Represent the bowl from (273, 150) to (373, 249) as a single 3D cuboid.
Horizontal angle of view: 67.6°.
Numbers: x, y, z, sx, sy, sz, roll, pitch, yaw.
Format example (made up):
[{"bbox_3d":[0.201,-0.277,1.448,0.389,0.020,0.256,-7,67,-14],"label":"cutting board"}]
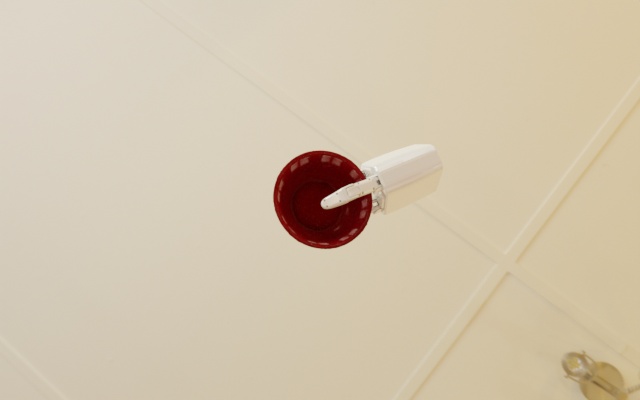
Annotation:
[{"bbox_3d":[-0.001,0.003,0.782,0.162,0.162,0.055,0,-13,-13],"label":"bowl"}]
